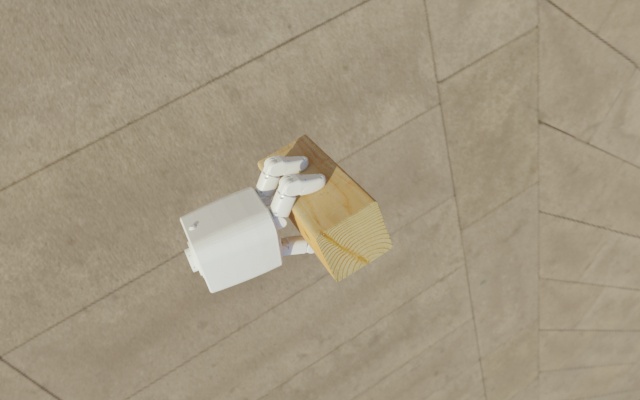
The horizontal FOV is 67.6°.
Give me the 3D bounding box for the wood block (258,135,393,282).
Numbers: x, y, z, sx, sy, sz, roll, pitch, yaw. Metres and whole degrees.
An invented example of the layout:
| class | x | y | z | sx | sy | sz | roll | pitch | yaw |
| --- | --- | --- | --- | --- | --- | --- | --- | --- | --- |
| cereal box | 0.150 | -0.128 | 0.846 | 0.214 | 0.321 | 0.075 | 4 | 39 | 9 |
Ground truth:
| class | x | y | z | sx | sy | sz | roll | pitch | yaw |
| --- | --- | --- | --- | --- | --- | --- | --- | --- | --- |
| wood block | 0.000 | 0.003 | 0.666 | 0.090 | 0.091 | 0.206 | -31 | 41 | -8 |
